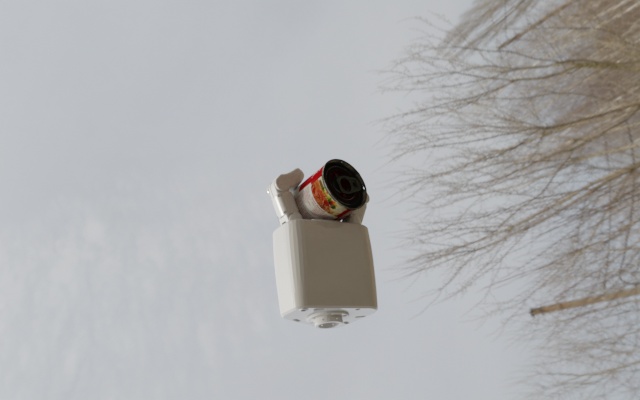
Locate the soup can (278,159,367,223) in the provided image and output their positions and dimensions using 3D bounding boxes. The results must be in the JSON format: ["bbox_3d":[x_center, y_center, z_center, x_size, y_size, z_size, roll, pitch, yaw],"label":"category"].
[{"bbox_3d":[0.000,0.002,0.601,0.068,0.068,0.102,0,-26,-42],"label":"soup can"}]
